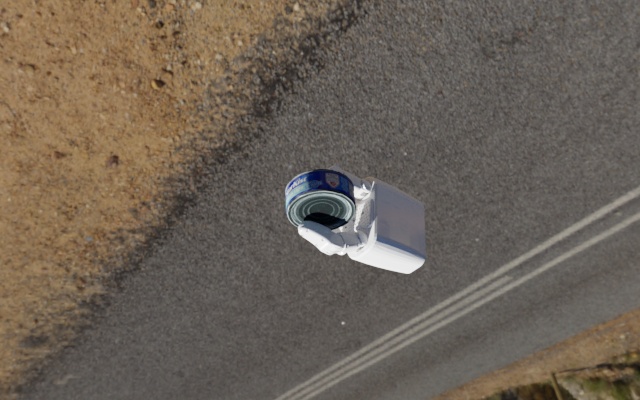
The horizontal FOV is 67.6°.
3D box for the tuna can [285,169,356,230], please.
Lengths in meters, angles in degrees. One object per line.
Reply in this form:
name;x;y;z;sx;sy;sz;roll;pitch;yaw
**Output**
tuna can;0.000;0.002;0.582;0.086;0.033;0.086;-2;-38;-2
